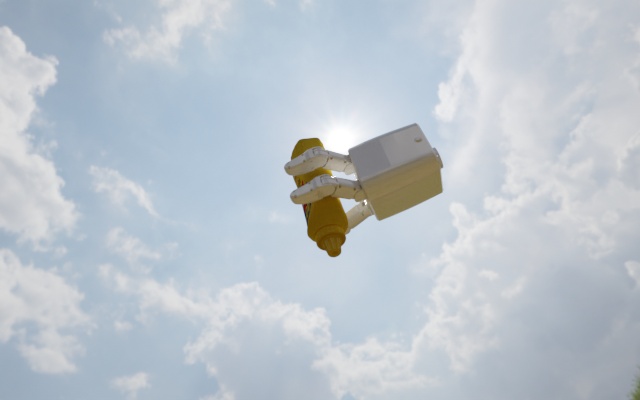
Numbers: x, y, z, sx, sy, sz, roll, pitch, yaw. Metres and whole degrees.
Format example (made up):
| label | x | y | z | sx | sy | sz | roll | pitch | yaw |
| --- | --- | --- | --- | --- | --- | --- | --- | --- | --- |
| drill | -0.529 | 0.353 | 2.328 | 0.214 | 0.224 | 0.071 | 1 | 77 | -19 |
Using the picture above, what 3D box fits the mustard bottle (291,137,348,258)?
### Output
| label | x | y | z | sx | sy | sz | roll | pitch | yaw |
| --- | --- | --- | --- | --- | --- | --- | --- | --- | --- |
| mustard bottle | 0.000 | 0.002 | 0.686 | 0.058 | 0.096 | 0.191 | -6 | 46 | -11 |
